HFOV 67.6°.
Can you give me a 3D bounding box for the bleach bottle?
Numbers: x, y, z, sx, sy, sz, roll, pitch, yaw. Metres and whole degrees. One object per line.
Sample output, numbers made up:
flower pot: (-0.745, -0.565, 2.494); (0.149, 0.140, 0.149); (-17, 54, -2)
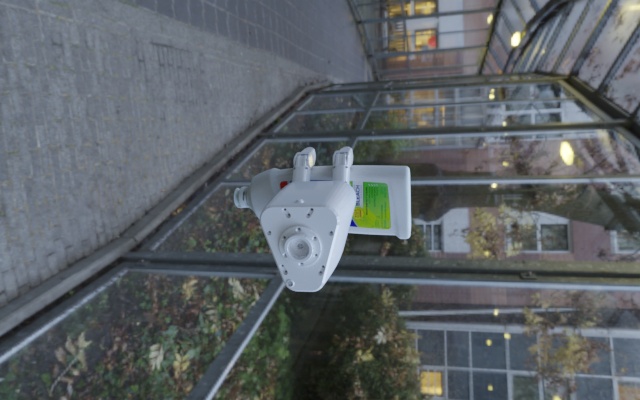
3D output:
bleach bottle: (0.000, 0.002, 0.680); (0.251, 0.102, 0.068); (-1, 14, 13)
